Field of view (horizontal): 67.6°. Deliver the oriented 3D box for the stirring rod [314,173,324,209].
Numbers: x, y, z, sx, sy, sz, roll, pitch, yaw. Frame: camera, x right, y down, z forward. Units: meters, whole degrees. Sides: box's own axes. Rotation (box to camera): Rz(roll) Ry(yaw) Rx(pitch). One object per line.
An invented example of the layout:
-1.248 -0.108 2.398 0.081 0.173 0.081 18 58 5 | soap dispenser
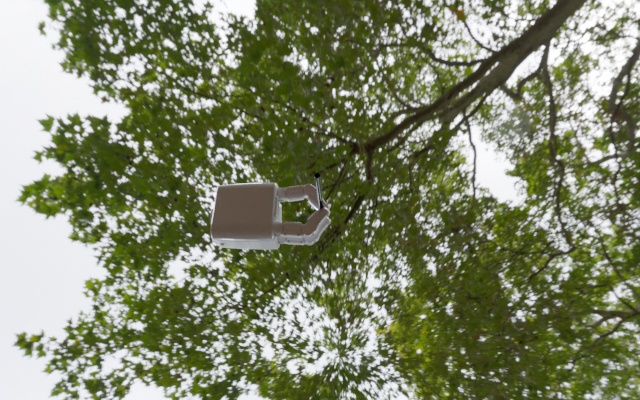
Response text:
0.000 0.002 0.777 0.011 0.011 0.240 0 -18 2 | stirring rod
